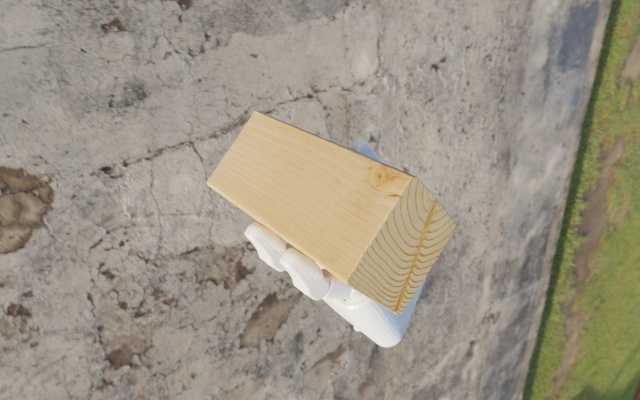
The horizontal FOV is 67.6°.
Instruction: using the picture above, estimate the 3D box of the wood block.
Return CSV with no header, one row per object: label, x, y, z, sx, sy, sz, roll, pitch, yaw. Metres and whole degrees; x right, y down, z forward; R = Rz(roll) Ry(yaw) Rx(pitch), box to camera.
wood block,0.001,0.001,0.427,0.206,0.091,0.090,29,-6,44
